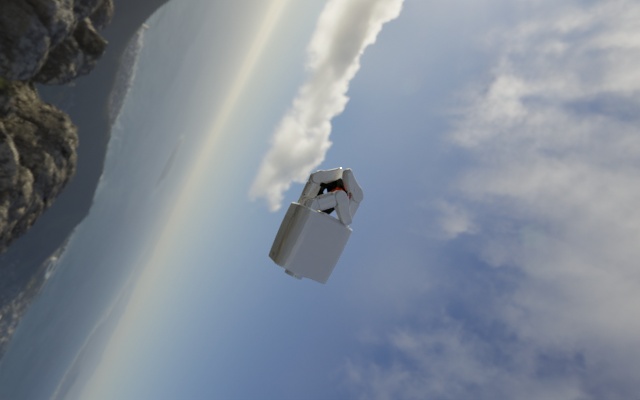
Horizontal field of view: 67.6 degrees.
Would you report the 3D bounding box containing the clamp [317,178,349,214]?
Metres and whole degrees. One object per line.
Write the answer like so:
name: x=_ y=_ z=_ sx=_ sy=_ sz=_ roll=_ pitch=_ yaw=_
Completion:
clamp: x=0.001 y=0.003 z=0.892 sx=0.039 sy=0.120 sz=0.171 roll=27 pitch=-4 yaw=-14
